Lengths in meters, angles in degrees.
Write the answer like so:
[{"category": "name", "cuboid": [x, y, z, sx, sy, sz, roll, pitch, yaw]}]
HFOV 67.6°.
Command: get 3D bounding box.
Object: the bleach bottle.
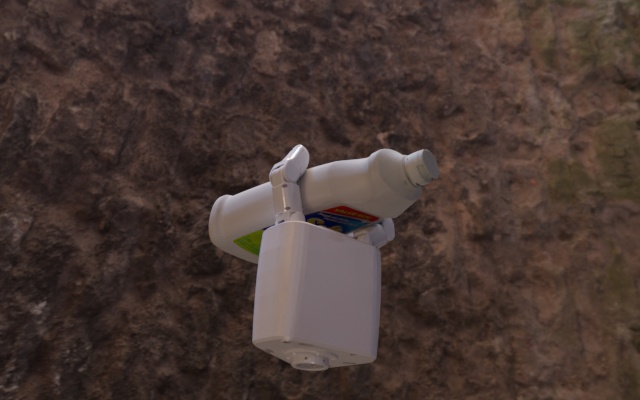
[{"category": "bleach bottle", "cuboid": [0.000, 0.002, 0.498, 0.251, 0.068, 0.103, -22, -39, 36]}]
